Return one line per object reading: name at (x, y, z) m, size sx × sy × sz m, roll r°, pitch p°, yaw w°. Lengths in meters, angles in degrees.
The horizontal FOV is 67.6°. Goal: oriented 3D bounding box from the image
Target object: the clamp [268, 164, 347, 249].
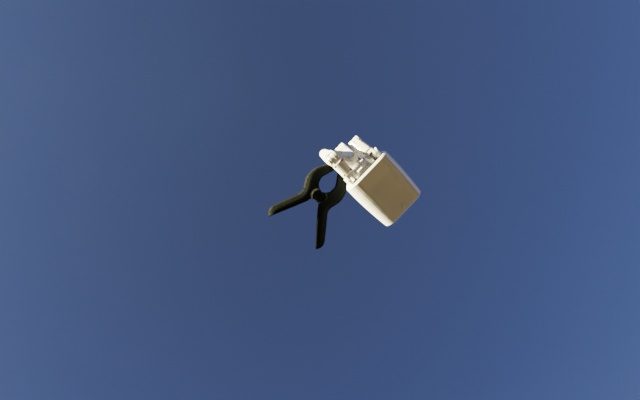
clamp at (0.000, 0.003, 0.893) m, size 0.120 × 0.171 × 0.039 m, roll 44°, pitch 2°, yaw -10°
